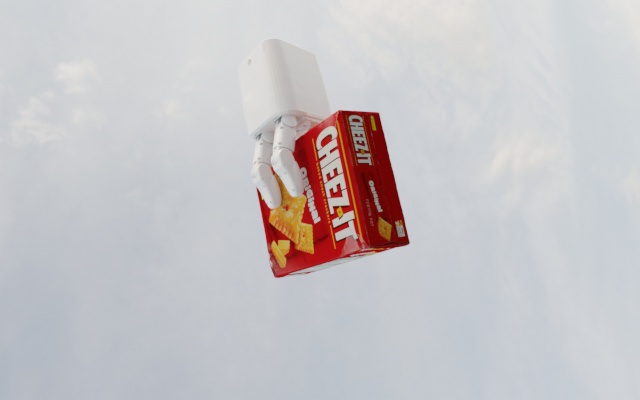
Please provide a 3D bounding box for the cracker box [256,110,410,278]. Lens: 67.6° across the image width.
[{"bbox_3d":[0.000,0.002,0.616,0.072,0.164,0.214,-4,-14,-36],"label":"cracker box"}]
